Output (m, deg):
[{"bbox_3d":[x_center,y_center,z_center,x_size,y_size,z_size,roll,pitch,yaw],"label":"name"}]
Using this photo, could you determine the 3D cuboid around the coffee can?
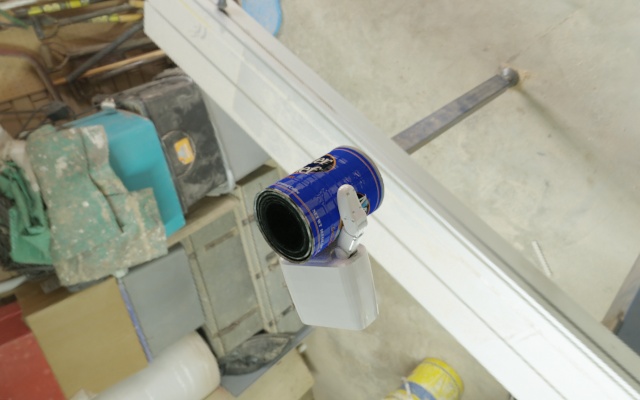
[{"bbox_3d":[0.000,0.002,0.611,0.103,0.103,0.140,0,26,48],"label":"coffee can"}]
